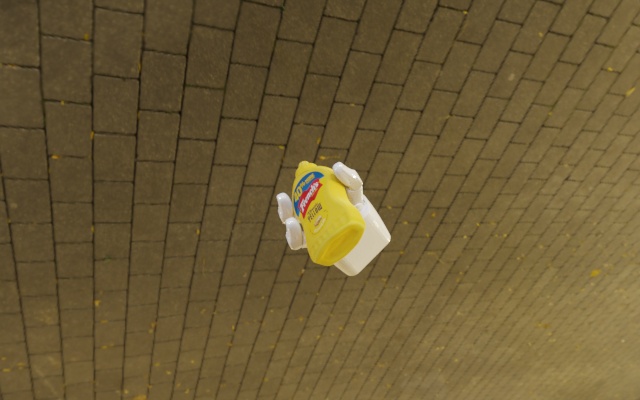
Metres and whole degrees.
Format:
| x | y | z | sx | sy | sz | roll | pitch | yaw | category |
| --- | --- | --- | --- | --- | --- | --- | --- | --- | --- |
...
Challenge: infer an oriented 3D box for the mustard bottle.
| x | y | z | sx | sy | sz | roll | pitch | yaw | category |
| --- | --- | --- | --- | --- | --- | --- | --- | --- | --- |
| 0.000 | 0.002 | 0.749 | 0.058 | 0.096 | 0.191 | 19 | 32 | -36 | mustard bottle |
